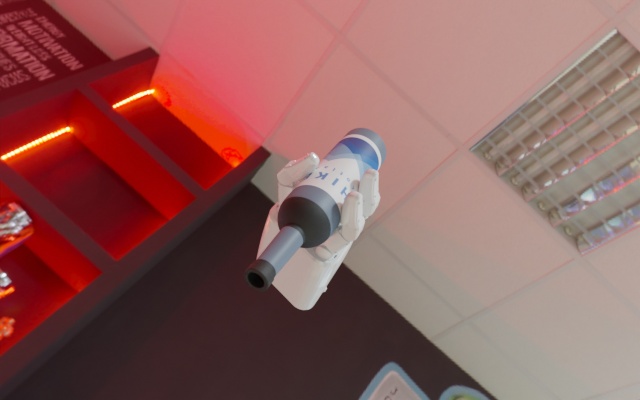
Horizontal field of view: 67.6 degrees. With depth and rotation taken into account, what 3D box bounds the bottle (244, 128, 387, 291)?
[{"bbox_3d":[0.000,0.002,0.563,0.069,0.069,0.295,0,30,29],"label":"bottle"}]
